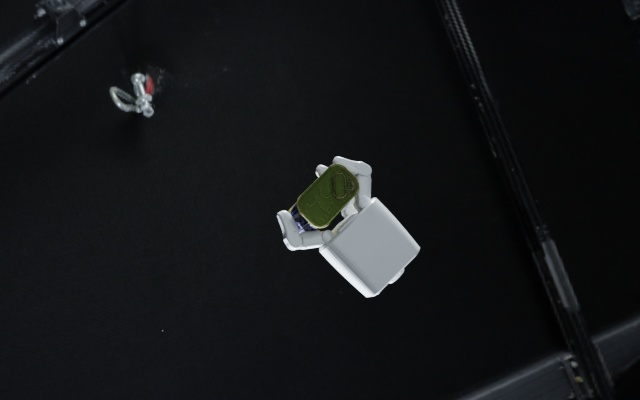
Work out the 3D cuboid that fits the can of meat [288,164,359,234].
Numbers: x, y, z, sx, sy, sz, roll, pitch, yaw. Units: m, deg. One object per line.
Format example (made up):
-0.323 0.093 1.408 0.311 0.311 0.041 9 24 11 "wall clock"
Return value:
0.000 0.002 0.722 0.102 0.057 0.084 -47 2 -23 "can of meat"
